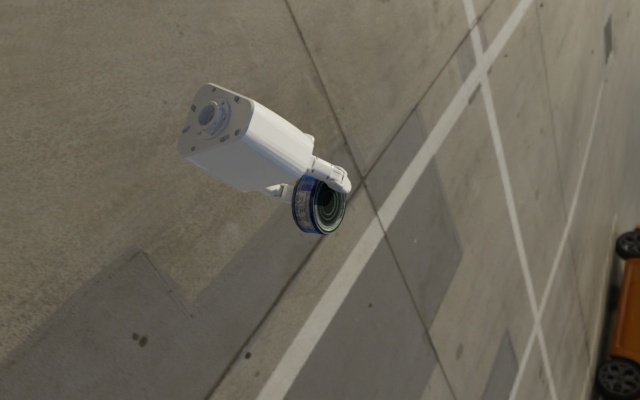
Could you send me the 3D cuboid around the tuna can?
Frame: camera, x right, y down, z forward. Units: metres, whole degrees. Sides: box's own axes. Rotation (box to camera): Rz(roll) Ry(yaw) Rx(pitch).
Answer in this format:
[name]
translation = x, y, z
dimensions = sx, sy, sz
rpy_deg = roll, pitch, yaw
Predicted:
[tuna can]
translation = 0.001, 0.002, 0.633
dimensions = 0.034, 0.086, 0.086
rpy_deg = 5, 3, 33
